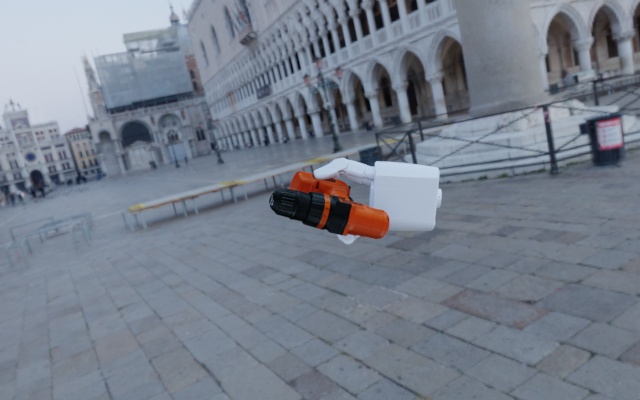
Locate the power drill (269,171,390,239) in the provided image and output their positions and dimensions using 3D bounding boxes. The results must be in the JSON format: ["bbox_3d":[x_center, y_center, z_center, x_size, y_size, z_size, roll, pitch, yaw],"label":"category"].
[{"bbox_3d":[0.000,0.002,0.765,0.184,0.057,0.187,15,12,-16],"label":"power drill"}]
